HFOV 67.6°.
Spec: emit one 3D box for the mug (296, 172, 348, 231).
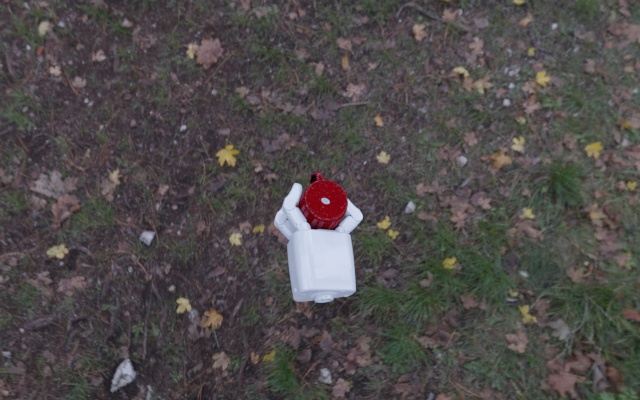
[{"bbox_3d":[0.000,0.001,0.871,0.093,0.117,0.081,-1,-23,-15],"label":"mug"}]
